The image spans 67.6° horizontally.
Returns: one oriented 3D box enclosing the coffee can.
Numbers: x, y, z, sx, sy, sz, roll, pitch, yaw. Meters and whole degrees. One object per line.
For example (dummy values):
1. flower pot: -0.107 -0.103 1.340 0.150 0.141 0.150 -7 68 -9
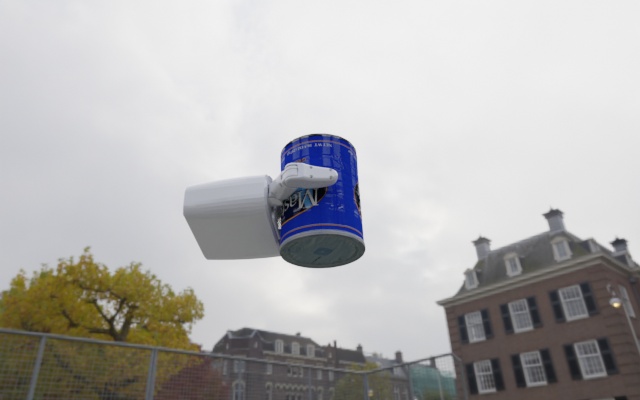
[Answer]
1. coffee can: 0.000 0.002 0.602 0.103 0.140 0.103 -2 -29 -1
